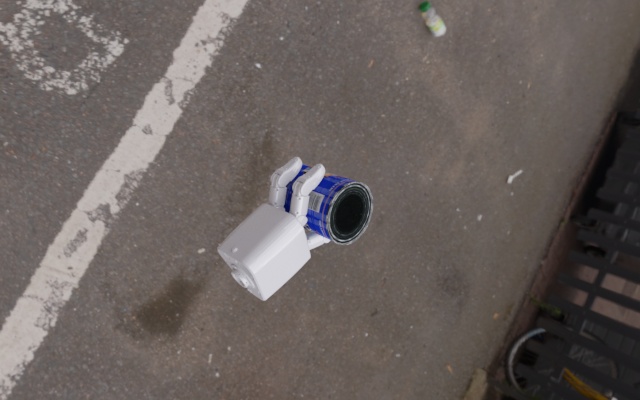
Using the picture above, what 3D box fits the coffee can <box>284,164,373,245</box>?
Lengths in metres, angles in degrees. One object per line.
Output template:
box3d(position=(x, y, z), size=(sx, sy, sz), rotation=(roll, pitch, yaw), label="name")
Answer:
box3d(position=(0.000, 0.002, 0.782), size=(0.103, 0.103, 0.140), rotation=(0, 15, -45), label="coffee can")
